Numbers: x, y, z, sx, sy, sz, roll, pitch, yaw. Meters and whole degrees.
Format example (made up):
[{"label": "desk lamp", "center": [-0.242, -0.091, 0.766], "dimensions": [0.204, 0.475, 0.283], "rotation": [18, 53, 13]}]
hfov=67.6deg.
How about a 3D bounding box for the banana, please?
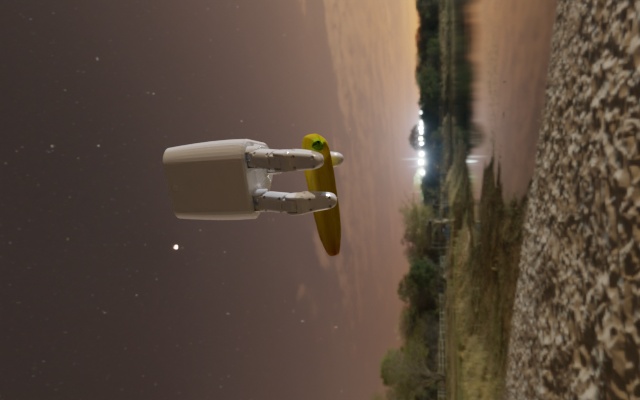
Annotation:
[{"label": "banana", "center": [0.001, -0.014, 0.610], "dimensions": [0.037, 0.198, 0.069], "rotation": [-4, 44, 8]}]
